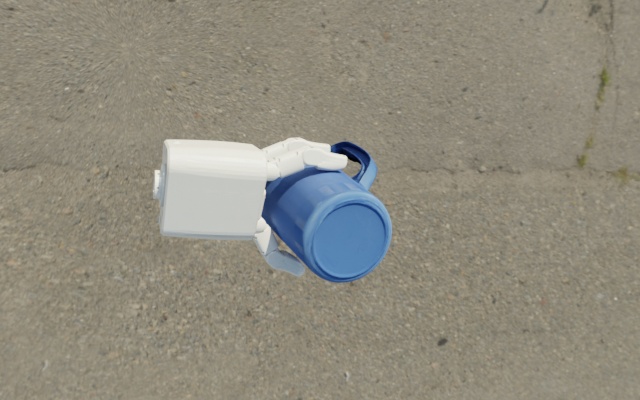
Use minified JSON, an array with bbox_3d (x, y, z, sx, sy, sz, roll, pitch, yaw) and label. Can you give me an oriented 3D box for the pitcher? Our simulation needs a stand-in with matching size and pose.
[{"bbox_3d":[0.000,0.002,0.621,0.145,0.149,0.242,5,14,-22],"label":"pitcher"}]
